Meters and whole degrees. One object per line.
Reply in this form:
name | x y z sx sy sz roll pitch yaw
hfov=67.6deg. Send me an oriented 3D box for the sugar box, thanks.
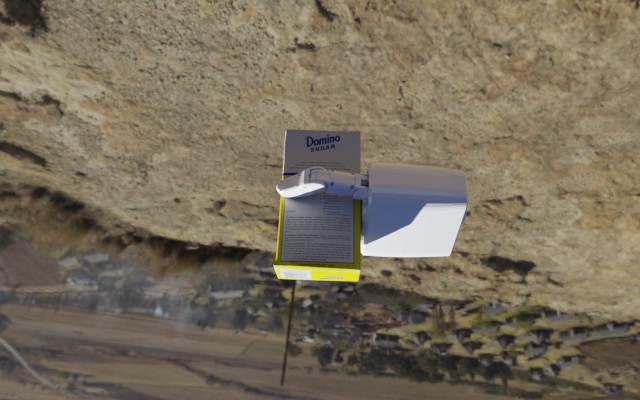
sugar box | 0.000 0.002 0.553 0.093 0.176 0.048 2 -29 1
